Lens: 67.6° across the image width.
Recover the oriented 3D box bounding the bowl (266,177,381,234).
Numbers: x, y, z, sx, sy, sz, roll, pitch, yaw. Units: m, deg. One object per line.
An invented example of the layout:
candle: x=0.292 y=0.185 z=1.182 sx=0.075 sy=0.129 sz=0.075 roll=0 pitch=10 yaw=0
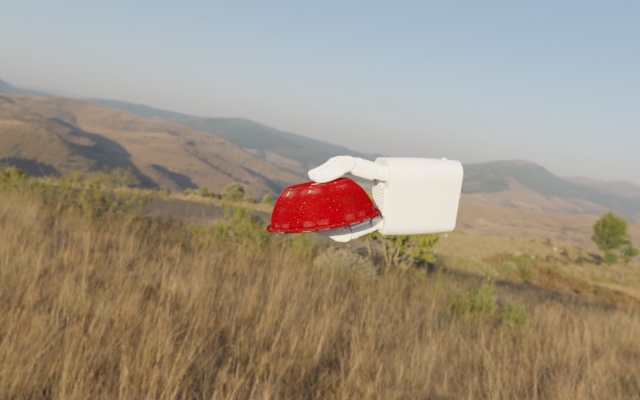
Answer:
bowl: x=-0.001 y=0.002 z=0.664 sx=0.162 sy=0.055 sz=0.162 roll=-9 pitch=6 yaw=1
